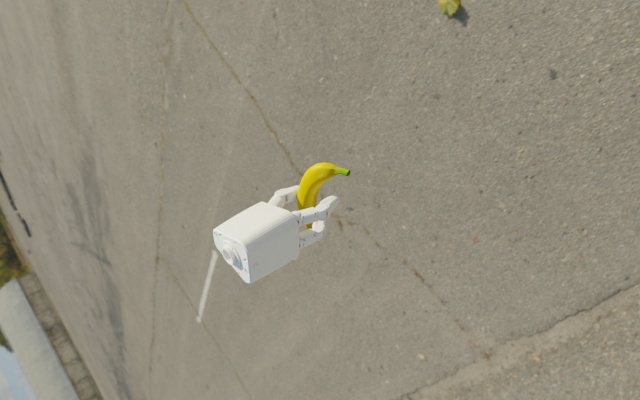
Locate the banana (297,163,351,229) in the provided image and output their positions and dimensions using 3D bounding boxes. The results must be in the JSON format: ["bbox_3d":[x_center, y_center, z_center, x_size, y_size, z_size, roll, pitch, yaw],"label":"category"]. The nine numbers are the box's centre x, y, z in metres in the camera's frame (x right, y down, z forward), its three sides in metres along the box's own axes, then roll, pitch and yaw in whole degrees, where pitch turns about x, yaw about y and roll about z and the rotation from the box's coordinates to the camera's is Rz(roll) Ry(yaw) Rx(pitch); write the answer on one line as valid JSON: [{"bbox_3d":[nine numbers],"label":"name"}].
[{"bbox_3d":[-0.011,-0.012,0.883,0.037,0.069,0.198,-33,-16,-35],"label":"banana"}]
